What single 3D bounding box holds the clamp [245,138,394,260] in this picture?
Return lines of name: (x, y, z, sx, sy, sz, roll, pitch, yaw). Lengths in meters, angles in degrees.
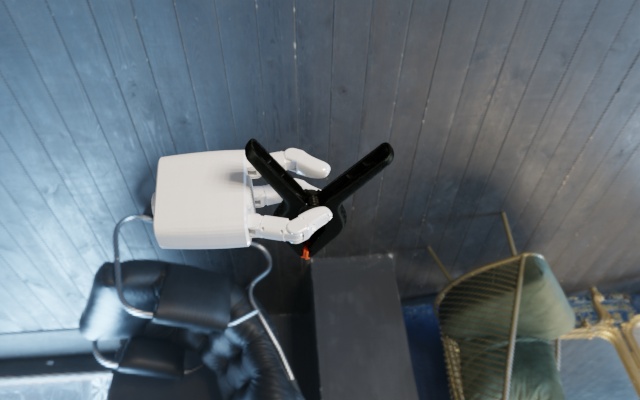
clamp: (0.000, 0.003, 0.588, 0.164, 0.036, 0.210, -3, -40, -3)
